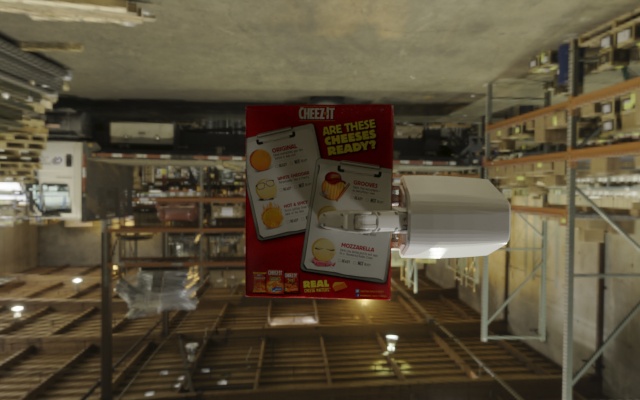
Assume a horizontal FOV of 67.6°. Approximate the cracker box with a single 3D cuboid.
[{"bbox_3d":[0.000,0.002,0.551,0.164,0.213,0.072,0,1,4],"label":"cracker box"}]
